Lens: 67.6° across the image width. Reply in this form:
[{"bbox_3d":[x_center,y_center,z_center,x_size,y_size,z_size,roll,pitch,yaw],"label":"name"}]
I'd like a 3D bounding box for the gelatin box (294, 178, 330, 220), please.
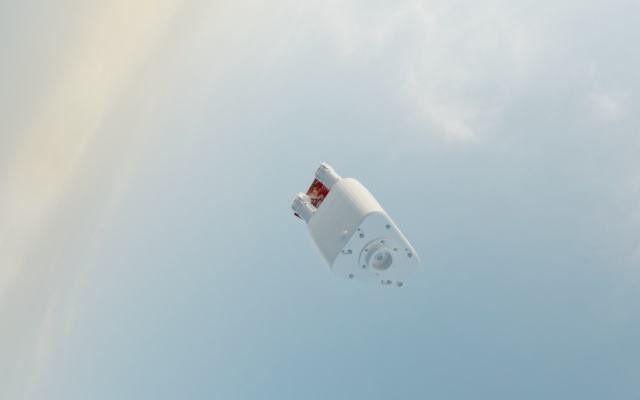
[{"bbox_3d":[0.000,0.002,0.703,0.030,0.073,0.089,31,-3,-20],"label":"gelatin box"}]
